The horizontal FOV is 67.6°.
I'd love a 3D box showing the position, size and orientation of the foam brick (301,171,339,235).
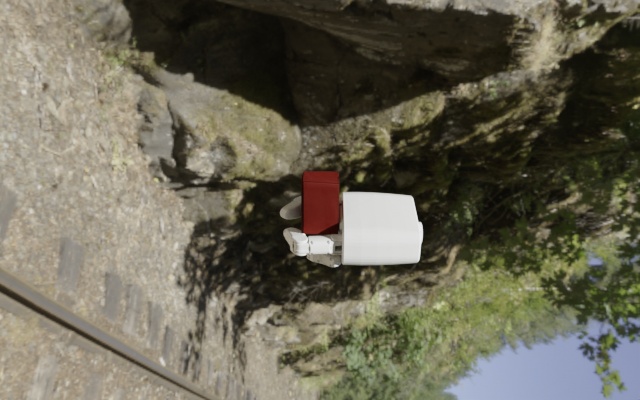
[{"bbox_3d":[0.000,0.002,0.665,0.051,0.078,0.053,1,21,2],"label":"foam brick"}]
